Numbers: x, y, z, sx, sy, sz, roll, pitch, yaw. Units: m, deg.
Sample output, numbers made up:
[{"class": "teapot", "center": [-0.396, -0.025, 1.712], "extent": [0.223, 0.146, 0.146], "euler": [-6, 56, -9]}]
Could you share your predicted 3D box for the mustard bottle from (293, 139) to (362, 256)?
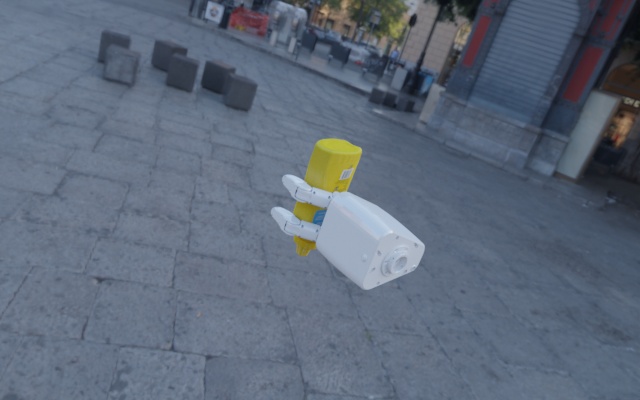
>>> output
[{"class": "mustard bottle", "center": [0.000, 0.002, 0.738], "extent": [0.058, 0.192, 0.096], "euler": [28, 23, 23]}]
